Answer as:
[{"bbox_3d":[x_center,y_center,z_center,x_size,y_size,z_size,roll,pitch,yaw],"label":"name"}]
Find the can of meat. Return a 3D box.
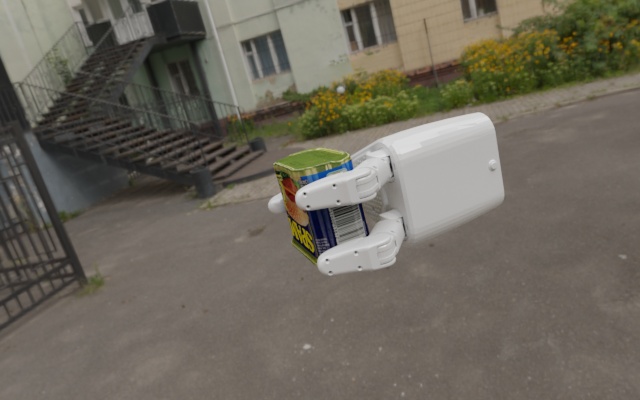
[{"bbox_3d":[0.000,0.001,0.425,0.057,0.084,0.102,-19,15,-16],"label":"can of meat"}]
